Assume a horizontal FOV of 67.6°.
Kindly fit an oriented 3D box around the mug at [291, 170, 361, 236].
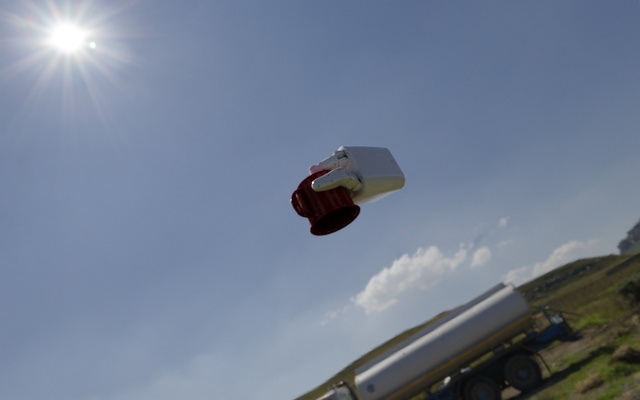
[{"bbox_3d":[-0.001,0.003,0.808,0.117,0.081,0.093,-5,-33,-38],"label":"mug"}]
